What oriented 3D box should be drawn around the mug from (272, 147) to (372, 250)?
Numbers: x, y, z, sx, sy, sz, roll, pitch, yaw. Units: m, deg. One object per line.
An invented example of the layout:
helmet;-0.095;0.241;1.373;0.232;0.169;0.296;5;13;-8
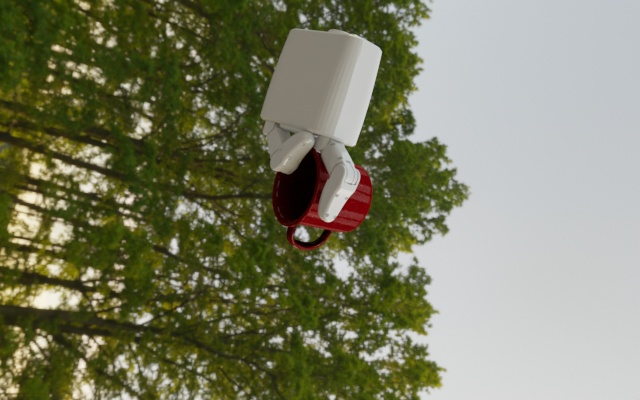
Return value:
mug;0.000;0.003;0.540;0.081;0.117;0.093;14;8;-34
